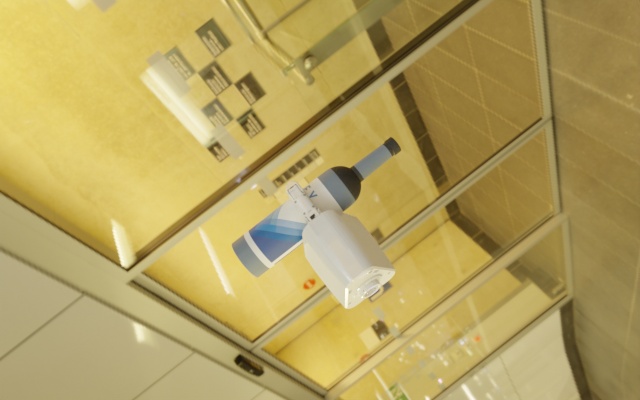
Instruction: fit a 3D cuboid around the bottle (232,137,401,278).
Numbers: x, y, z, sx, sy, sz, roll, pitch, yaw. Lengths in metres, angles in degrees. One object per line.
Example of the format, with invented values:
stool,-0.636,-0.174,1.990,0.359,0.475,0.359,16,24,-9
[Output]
bottle,0.000,0.002,0.735,0.296,0.069,0.069,-38,0,0
